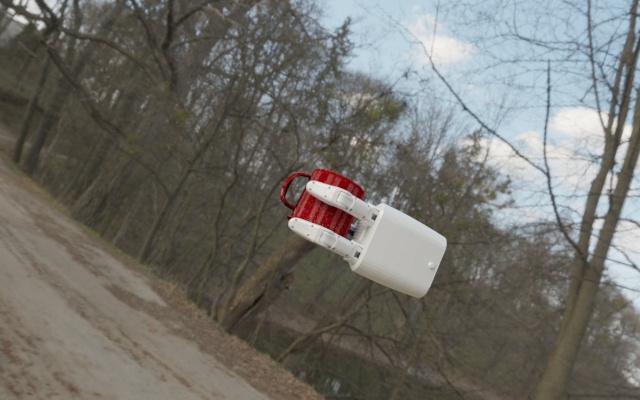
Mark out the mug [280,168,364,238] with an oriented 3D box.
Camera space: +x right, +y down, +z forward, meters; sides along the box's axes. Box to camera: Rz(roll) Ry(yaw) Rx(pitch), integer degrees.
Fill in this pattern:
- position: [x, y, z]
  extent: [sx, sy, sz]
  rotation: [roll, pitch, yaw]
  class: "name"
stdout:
- position: [-0.001, 0.001, 0.673]
  extent: [0.117, 0.081, 0.093]
  rotation: [27, -10, -10]
  class: "mug"
